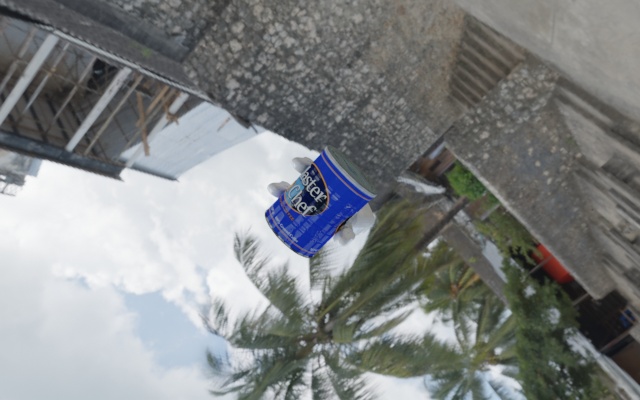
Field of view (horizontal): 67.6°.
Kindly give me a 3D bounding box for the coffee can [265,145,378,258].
[{"bbox_3d":[0.000,0.002,0.715,0.140,0.103,0.103,-45,-14,14],"label":"coffee can"}]
